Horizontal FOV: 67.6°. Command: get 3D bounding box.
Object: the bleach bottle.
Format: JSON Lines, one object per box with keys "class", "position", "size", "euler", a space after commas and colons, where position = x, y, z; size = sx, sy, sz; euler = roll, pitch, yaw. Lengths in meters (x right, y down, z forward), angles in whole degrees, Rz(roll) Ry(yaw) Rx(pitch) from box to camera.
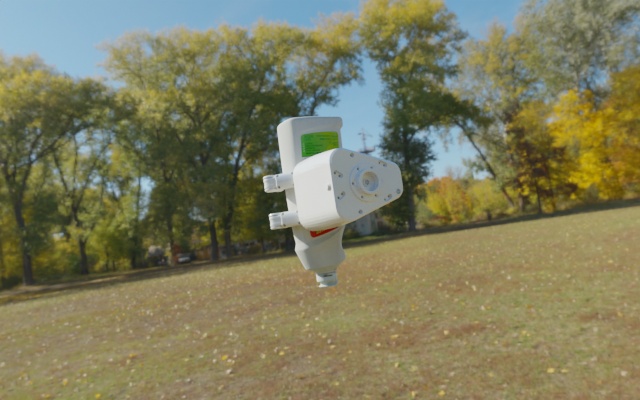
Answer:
{"class": "bleach bottle", "position": [0.000, 0.002, 0.724], "size": [0.102, 0.251, 0.068], "euler": [-7, -4, -28]}
